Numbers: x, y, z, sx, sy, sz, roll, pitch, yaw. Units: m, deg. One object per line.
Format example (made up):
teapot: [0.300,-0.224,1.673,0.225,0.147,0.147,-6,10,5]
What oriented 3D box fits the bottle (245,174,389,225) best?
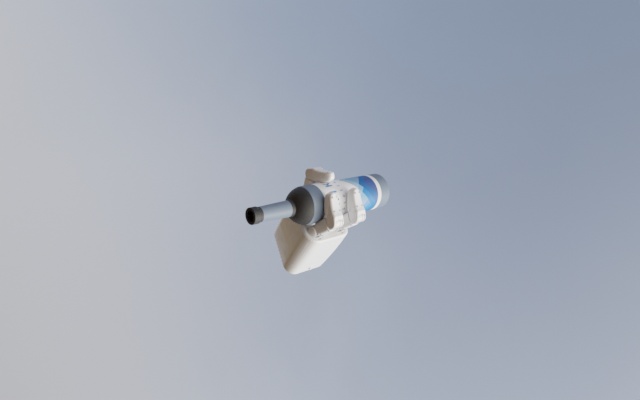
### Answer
bottle: [0.000,0.003,0.826,0.295,0.069,0.069,-11,8,-42]
